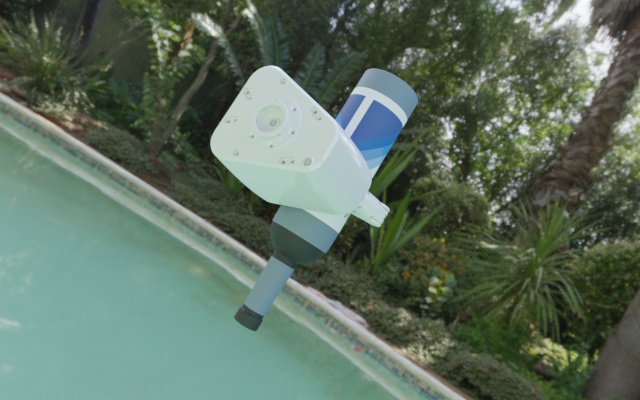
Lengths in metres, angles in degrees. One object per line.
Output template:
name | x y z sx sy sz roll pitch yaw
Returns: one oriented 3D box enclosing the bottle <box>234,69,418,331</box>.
bottle | 0.000 0.001 0.502 0.069 0.295 0.069 31 -7 4
